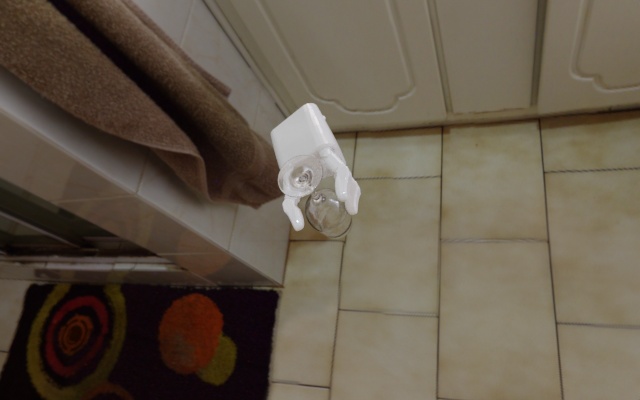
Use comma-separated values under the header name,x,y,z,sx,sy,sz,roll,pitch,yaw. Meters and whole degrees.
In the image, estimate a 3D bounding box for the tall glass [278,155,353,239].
name,x,y,z,sx,sy,sz,roll,pitch,yaw
tall glass,0.000,0.003,0.817,0.079,0.079,0.201,0,-25,21
